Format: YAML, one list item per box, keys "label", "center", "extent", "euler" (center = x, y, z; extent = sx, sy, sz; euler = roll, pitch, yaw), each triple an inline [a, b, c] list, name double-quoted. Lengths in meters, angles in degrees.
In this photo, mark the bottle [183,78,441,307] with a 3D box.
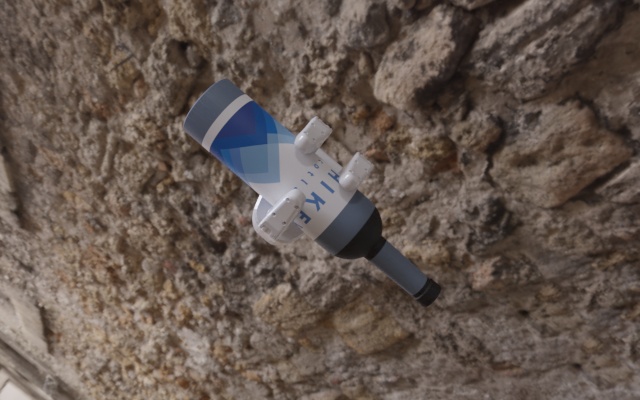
- label: "bottle"
  center: [0.000, 0.001, 0.473]
  extent: [0.296, 0.069, 0.069]
  euler: [40, -2, -2]
